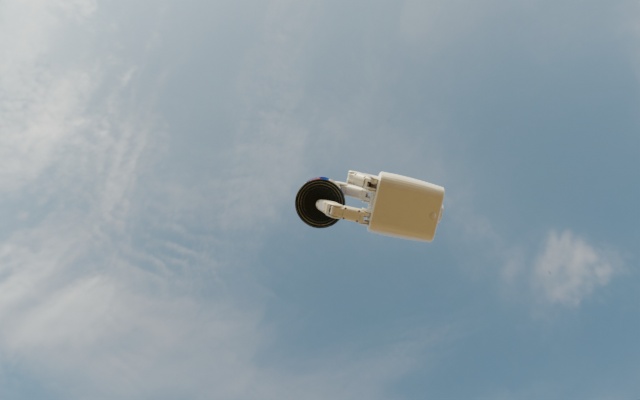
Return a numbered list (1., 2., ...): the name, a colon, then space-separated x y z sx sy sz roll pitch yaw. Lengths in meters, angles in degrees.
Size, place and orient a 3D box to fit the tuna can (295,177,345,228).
1. tuna can: 0.000 0.003 0.824 0.086 0.086 0.033 0 11 3
